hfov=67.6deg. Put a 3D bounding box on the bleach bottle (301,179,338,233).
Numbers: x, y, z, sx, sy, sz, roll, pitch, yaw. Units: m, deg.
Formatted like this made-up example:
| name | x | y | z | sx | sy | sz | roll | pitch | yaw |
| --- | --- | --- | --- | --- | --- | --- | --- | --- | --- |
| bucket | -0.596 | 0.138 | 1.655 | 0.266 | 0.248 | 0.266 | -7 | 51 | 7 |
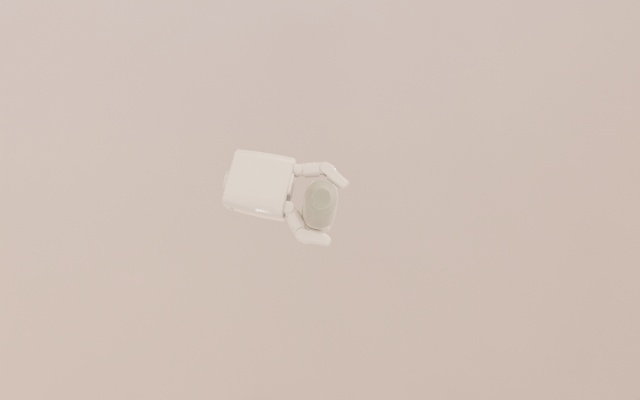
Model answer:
| name | x | y | z | sx | sy | sz | roll | pitch | yaw |
| --- | --- | --- | --- | --- | --- | --- | --- | --- | --- |
| bleach bottle | 0.000 | 0.003 | 0.834 | 0.068 | 0.102 | 0.251 | 10 | -7 | 0 |
